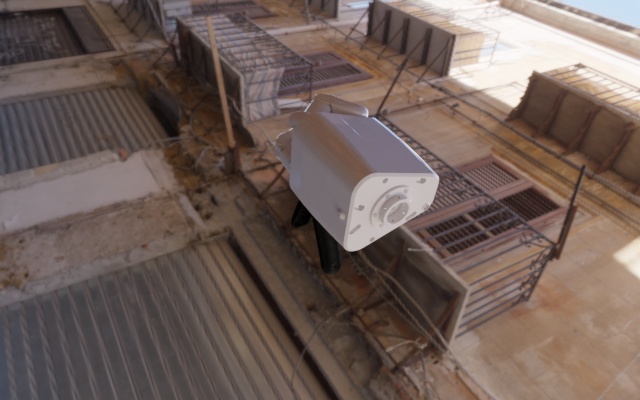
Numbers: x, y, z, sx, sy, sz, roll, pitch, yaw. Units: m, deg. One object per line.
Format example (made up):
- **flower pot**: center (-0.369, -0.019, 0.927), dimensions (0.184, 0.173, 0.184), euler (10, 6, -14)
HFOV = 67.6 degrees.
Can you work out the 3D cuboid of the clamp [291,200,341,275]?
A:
- **clamp**: center (0.001, 0.002, 0.572), dimensions (0.039, 0.172, 0.120), euler (-17, 45, -25)
